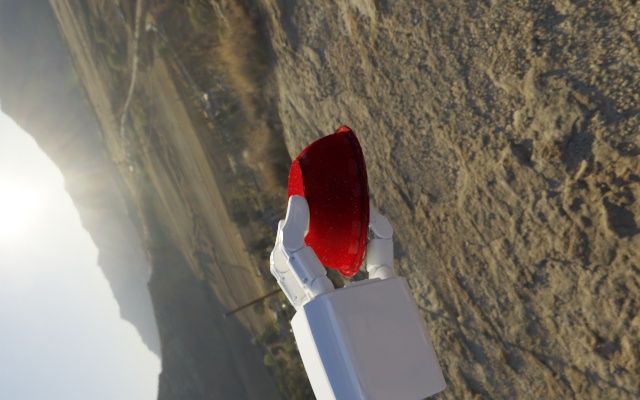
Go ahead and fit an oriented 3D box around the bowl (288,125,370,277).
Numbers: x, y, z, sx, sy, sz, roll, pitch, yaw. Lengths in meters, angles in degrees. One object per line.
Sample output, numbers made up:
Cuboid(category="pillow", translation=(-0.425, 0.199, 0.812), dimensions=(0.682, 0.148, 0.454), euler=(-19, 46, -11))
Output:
Cuboid(category="bowl", translation=(-0.001, 0.001, 0.508), dimensions=(0.055, 0.162, 0.162), euler=(-2, 0, -14))
